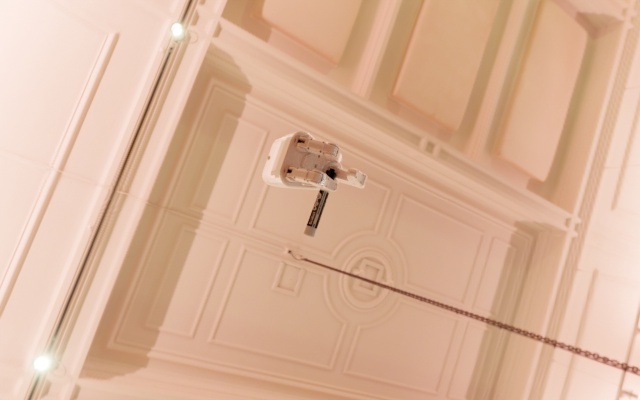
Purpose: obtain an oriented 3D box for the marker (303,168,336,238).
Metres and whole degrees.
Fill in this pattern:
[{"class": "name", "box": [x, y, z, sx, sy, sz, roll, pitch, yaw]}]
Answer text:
[{"class": "marker", "box": [0.000, 0.003, 0.802, 0.020, 0.121, 0.020, 19, -8, 3]}]
